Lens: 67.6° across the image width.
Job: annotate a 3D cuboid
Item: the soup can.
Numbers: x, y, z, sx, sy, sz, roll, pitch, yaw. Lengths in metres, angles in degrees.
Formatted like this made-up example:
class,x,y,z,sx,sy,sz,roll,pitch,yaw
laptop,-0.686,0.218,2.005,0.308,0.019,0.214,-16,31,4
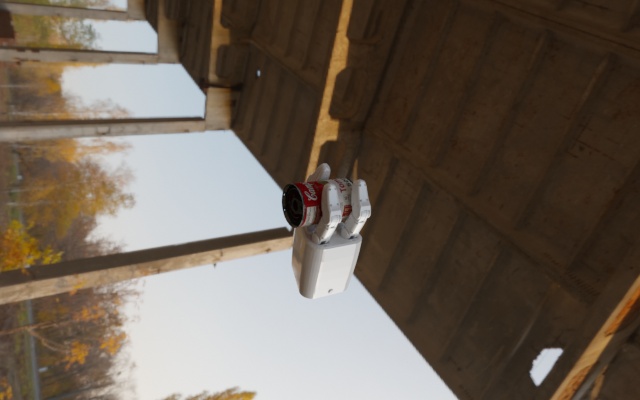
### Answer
class,x,y,z,sx,sy,sz,roll,pitch,yaw
soup can,0.000,0.002,0.744,0.102,0.068,0.068,-8,4,-31
